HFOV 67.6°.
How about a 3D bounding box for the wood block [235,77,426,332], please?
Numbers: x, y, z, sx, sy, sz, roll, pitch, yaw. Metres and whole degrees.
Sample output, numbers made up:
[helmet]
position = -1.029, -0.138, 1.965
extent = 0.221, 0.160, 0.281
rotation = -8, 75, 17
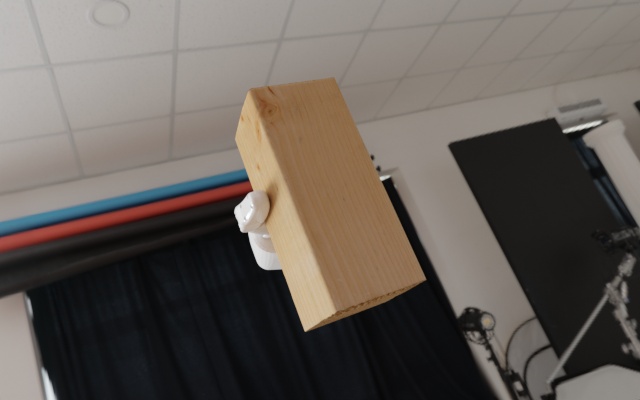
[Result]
[wood block]
position = 0.000, 0.002, 0.442
extent = 0.091, 0.206, 0.090
rotation = -15, -18, -25
